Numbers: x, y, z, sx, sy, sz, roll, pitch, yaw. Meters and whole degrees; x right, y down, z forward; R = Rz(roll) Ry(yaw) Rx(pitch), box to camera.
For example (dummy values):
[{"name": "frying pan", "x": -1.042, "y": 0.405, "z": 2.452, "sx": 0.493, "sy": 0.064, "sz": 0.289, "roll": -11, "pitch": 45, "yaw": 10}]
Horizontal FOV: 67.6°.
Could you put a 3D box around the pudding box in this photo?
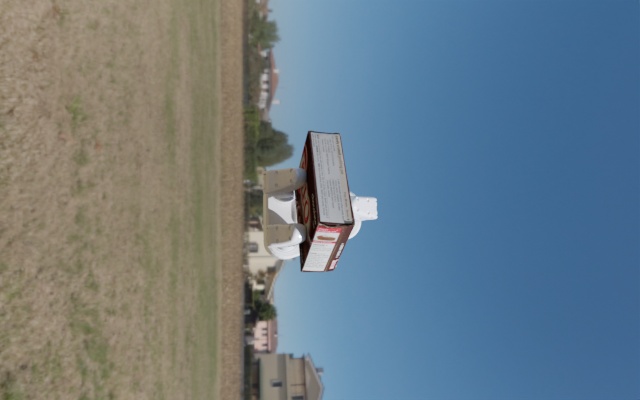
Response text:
[{"name": "pudding box", "x": 0.000, "y": 0.002, "z": 0.474, "sx": 0.039, "sy": 0.113, "sz": 0.090, "roll": 0, "pitch": -36, "yaw": -13}]
